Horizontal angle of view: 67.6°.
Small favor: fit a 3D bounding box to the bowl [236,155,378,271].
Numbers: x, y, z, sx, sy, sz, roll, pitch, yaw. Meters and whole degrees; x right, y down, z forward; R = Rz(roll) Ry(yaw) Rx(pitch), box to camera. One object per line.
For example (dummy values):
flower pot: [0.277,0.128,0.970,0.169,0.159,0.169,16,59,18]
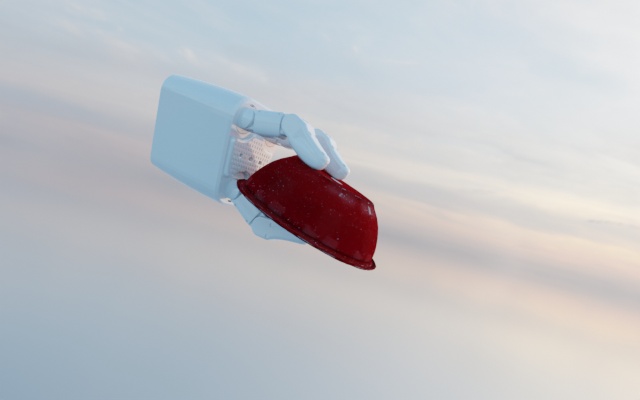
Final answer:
bowl: [0.001,0.002,0.473,0.162,0.055,0.162,32,7,-4]
